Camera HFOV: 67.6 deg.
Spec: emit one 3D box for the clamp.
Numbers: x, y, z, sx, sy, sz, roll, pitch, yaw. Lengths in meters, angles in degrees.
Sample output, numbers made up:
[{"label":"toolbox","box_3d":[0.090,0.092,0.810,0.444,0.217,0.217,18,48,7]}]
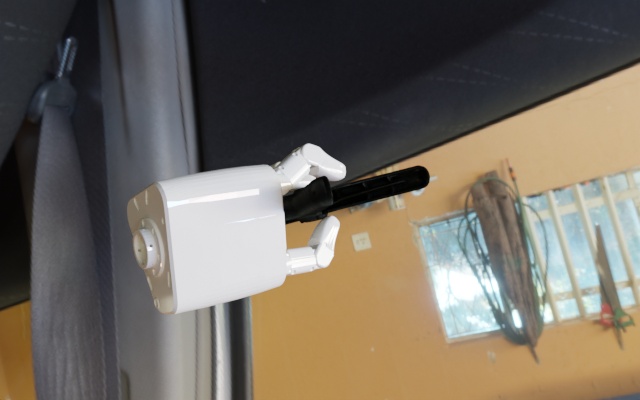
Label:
[{"label":"clamp","box_3d":[0.000,0.003,0.506,0.164,0.036,0.210,-9,-6,-40]}]
